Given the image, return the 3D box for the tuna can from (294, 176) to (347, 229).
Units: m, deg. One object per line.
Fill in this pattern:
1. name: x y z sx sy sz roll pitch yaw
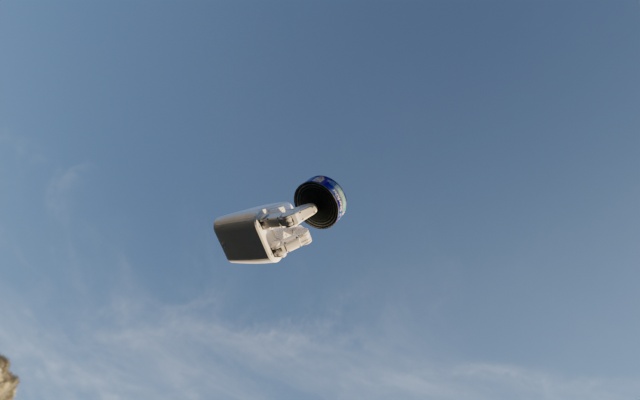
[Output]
1. tuna can: 0.000 0.002 0.795 0.086 0.086 0.033 0 24 34
